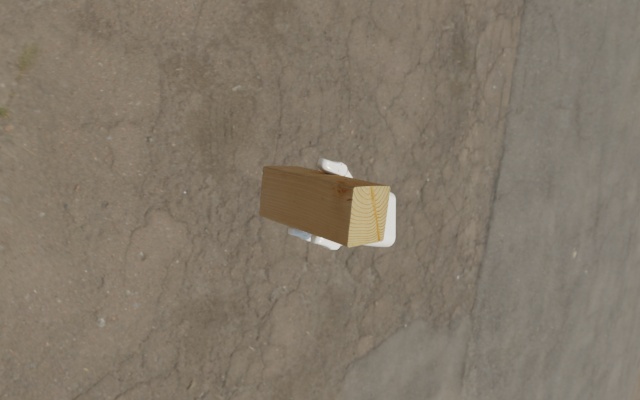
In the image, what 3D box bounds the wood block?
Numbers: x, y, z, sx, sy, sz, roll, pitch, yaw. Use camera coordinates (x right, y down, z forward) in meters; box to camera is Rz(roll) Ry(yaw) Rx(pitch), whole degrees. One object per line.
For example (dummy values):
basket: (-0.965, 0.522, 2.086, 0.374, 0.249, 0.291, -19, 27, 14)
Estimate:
wood block: (0.001, 0.002, 0.779, 0.206, 0.091, 0.090, 15, 13, 43)
